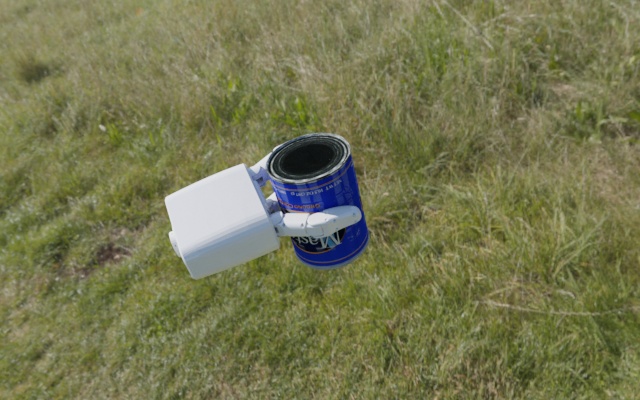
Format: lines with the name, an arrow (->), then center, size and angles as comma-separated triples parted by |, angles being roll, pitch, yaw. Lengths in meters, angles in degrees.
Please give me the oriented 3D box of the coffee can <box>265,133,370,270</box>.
coffee can -> 0.000, 0.002, 0.597 | 0.103, 0.140, 0.102 | -10, 37, 8
